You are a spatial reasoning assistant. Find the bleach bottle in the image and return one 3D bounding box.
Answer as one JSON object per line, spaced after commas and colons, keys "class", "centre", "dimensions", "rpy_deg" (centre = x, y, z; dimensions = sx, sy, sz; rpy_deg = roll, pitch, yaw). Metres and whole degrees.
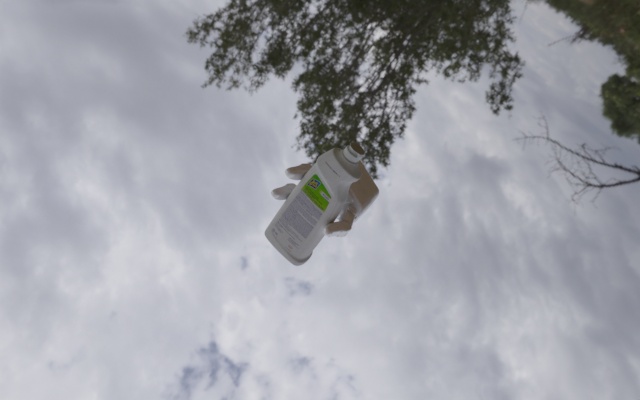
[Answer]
{"class": "bleach bottle", "centre": [0.000, 0.003, 0.838], "dimensions": [0.251, 0.102, 0.068], "rpy_deg": [-51, -7, 34]}
